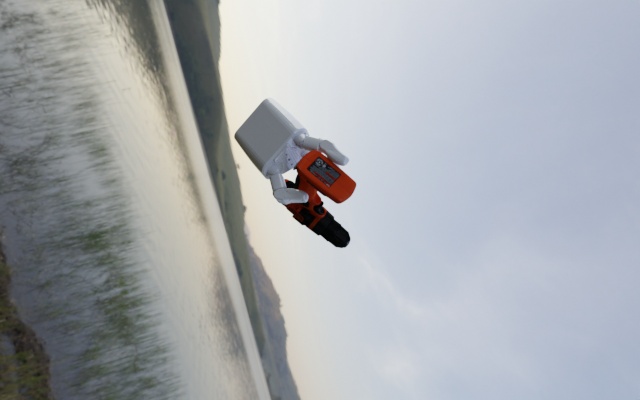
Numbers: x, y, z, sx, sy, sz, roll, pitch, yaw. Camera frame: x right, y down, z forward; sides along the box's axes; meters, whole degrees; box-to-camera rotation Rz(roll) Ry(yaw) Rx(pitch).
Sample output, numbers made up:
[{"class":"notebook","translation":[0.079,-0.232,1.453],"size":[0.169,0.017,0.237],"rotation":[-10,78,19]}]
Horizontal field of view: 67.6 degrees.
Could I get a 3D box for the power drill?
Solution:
[{"class":"power drill","translation":[0.000,0.002,0.879],"size":[0.184,0.057,0.188],"rotation":[38,-28,2]}]
